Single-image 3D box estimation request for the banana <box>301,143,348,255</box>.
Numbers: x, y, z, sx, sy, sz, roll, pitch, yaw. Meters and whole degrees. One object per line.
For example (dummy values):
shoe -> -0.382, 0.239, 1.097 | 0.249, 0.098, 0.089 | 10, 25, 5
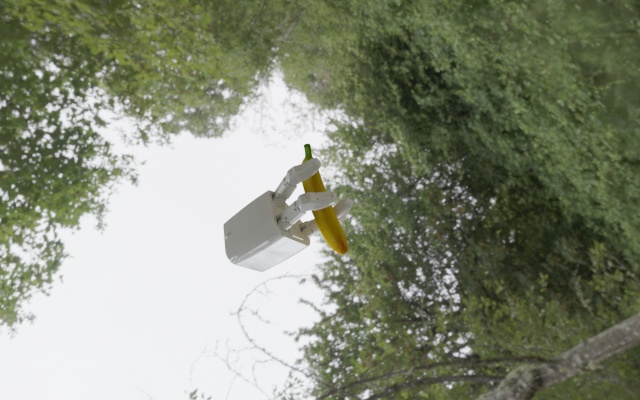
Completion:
banana -> 0.001, 0.006, 0.781 | 0.037, 0.197, 0.070 | -20, -22, -3
